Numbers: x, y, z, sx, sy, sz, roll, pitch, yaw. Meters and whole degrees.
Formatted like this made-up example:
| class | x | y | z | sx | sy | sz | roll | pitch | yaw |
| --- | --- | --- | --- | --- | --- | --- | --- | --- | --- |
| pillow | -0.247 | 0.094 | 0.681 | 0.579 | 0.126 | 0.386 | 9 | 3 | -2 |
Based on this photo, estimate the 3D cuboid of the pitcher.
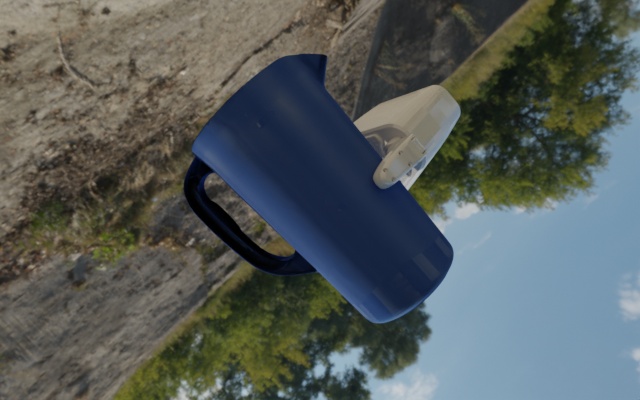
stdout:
| class | x | y | z | sx | sy | sz | roll | pitch | yaw |
| --- | --- | --- | --- | --- | --- | --- | --- | --- | --- |
| pitcher | 0.000 | 0.001 | 0.451 | 0.145 | 0.243 | 0.149 | -46 | 5 | -38 |
